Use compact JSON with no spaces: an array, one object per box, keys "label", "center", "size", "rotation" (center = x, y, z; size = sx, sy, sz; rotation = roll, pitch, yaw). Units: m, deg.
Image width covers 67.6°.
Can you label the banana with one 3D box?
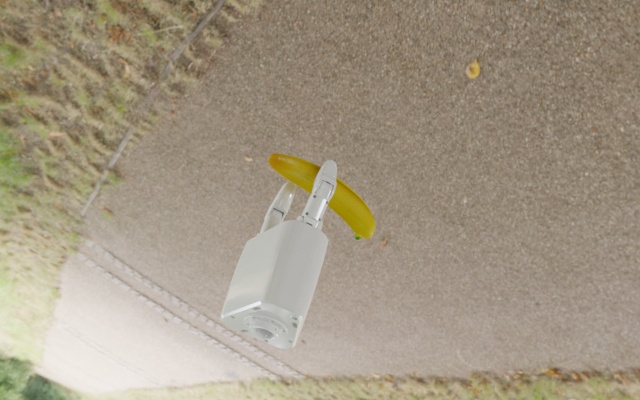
[{"label":"banana","center":[0.016,0.000,0.630],"size":[0.069,0.037,0.198],"rotation":[-17,-48,39]}]
